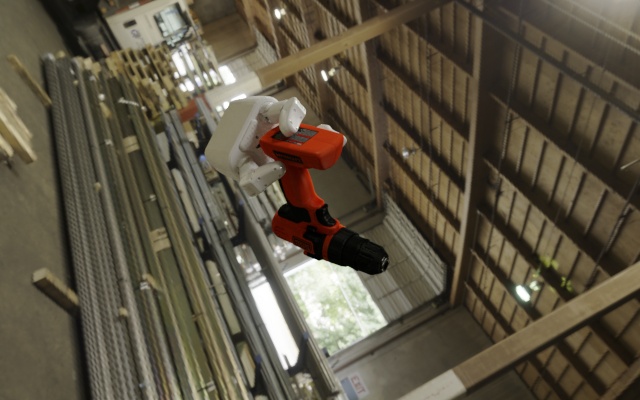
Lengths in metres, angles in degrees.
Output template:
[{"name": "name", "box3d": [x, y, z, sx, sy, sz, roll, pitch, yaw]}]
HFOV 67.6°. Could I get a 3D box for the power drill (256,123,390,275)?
[{"name": "power drill", "box3d": [0.000, 0.002, 0.603, 0.184, 0.188, 0.057, 18, 44, 32]}]
